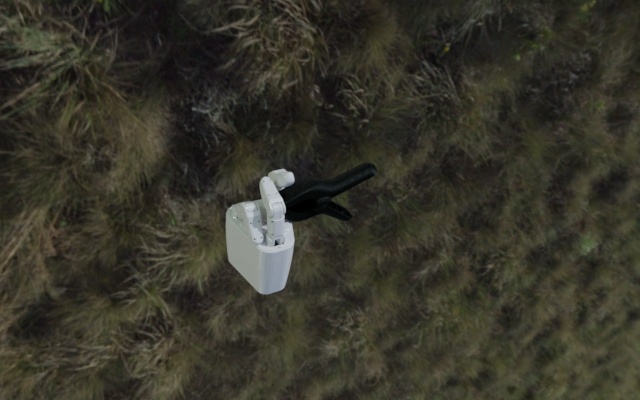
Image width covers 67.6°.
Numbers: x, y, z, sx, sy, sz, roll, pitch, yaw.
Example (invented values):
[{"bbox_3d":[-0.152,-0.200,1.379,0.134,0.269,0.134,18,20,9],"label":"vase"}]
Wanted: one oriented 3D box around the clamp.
[{"bbox_3d":[0.000,0.003,0.730,0.171,0.120,0.039,-12,46,-24],"label":"clamp"}]
